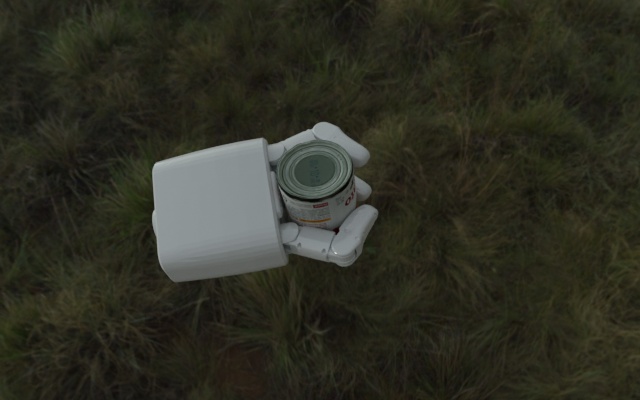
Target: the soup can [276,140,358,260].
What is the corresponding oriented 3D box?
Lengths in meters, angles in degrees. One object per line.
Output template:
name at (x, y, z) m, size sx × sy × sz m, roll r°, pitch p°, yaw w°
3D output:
soup can at (0.001, 0.001, 0.441) m, size 0.068 × 0.068 × 0.102 m, roll 0°, pitch -35°, yaw 8°
